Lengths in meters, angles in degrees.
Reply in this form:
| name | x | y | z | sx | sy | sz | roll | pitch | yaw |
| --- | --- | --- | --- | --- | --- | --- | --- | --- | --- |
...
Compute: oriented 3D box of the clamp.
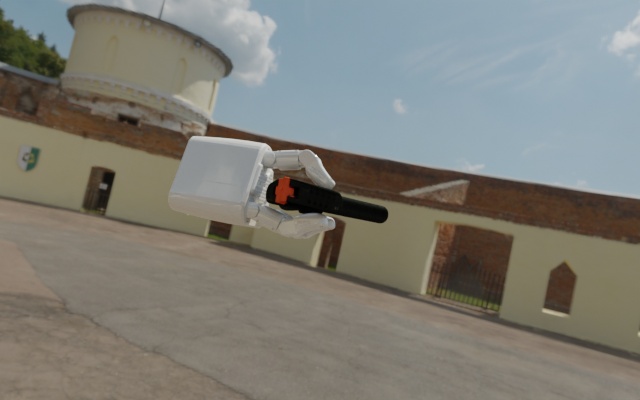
| name | x | y | z | sx | sy | sz | roll | pitch | yaw |
| --- | --- | --- | --- | --- | --- | --- | --- | --- | --- |
| clamp | 0.000 | 0.001 | 0.608 | 0.164 | 0.036 | 0.210 | 7 | -5 | 12 |
